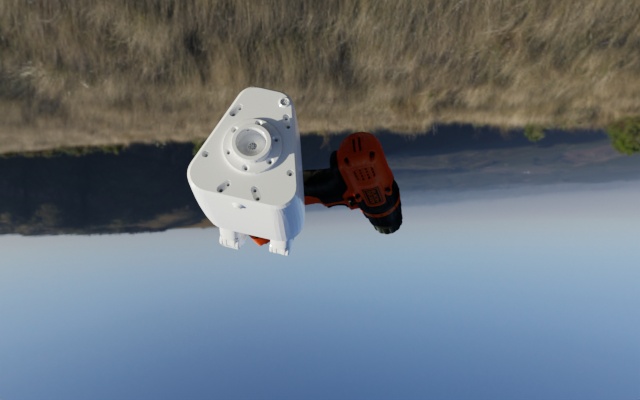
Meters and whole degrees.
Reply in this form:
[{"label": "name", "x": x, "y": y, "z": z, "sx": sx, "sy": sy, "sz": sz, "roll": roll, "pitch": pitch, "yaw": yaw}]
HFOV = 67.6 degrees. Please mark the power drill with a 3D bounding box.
[{"label": "power drill", "x": 0.000, "y": 0.002, "z": 0.570, "sx": 0.187, "sy": 0.057, "sz": 0.184, "roll": -14, "pitch": -35, "yaw": 12}]
